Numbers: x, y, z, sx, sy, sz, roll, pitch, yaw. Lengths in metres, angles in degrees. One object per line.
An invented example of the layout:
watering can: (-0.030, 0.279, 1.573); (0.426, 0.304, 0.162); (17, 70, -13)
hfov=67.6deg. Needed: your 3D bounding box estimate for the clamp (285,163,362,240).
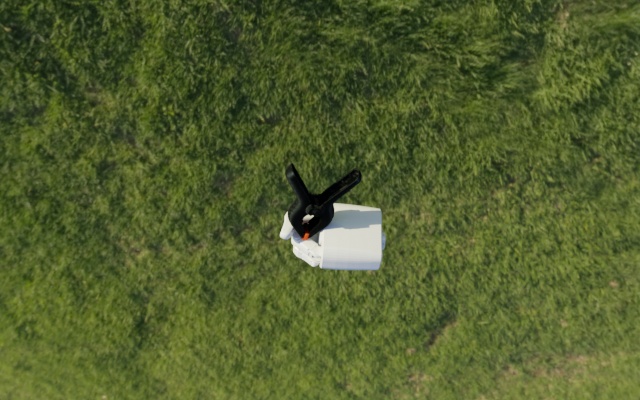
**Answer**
clamp: (0.000, 0.003, 0.785); (0.120, 0.039, 0.172); (2, -39, -5)
